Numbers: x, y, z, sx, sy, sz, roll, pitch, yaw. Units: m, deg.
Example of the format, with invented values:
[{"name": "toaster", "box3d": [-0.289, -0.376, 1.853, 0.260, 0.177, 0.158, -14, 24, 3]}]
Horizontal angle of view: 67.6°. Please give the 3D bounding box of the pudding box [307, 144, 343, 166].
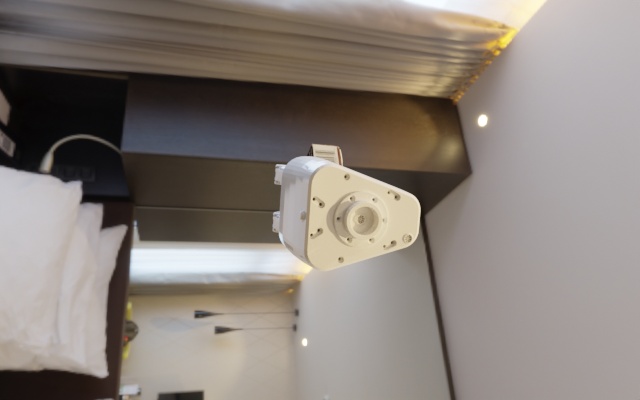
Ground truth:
[{"name": "pudding box", "box3d": [0.000, 0.002, 0.578, 0.039, 0.113, 0.090, 3, -23, -15]}]
